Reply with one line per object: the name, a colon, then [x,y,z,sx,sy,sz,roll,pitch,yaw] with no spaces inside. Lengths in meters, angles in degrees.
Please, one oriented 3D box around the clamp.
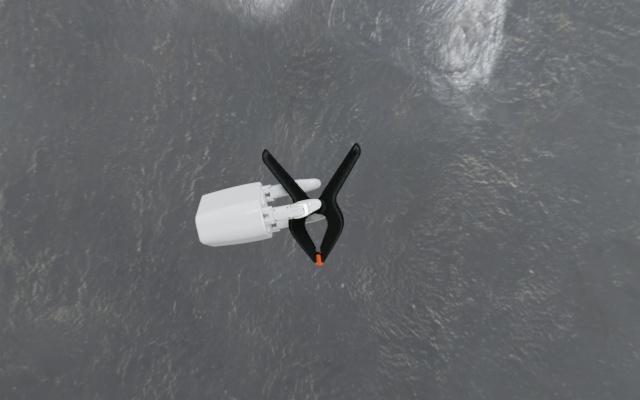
clamp: [0.000,0.003,0.808,0.164,0.210,0.036,-11,8,2]
